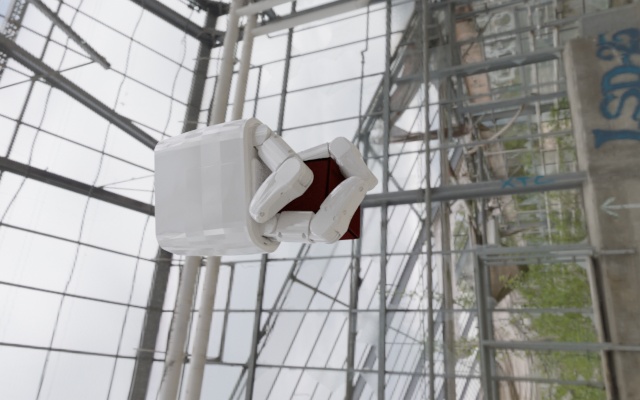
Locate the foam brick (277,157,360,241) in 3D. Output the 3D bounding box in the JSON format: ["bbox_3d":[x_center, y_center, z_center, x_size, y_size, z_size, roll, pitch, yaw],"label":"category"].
[{"bbox_3d":[0.000,0.002,0.441,0.051,0.053,0.078,-7,-25,24],"label":"foam brick"}]
